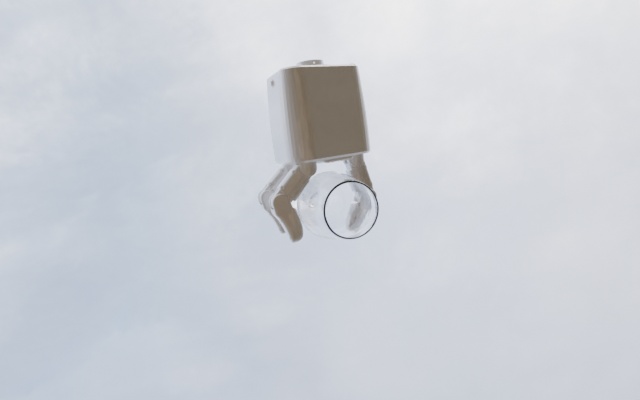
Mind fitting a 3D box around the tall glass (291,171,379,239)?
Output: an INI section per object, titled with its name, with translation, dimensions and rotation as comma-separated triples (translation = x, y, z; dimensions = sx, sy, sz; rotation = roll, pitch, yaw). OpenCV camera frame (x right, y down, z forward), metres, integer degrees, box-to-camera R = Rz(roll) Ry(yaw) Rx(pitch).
[tall glass]
translation = 0.000, 0.002, 0.585
dimensions = 0.079, 0.079, 0.201
rotation = 0, 5, -19
